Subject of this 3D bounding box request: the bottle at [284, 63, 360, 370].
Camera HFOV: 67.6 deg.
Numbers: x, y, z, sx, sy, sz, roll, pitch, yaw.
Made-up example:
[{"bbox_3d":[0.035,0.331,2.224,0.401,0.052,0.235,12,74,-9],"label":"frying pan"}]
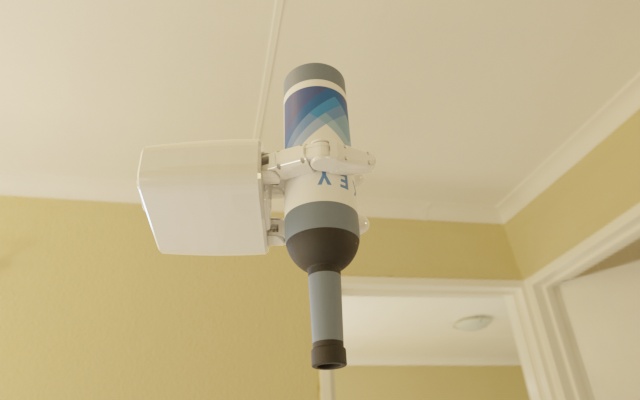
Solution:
[{"bbox_3d":[0.000,0.001,0.441,0.069,0.295,0.069,-2,-31,-1],"label":"bottle"}]
